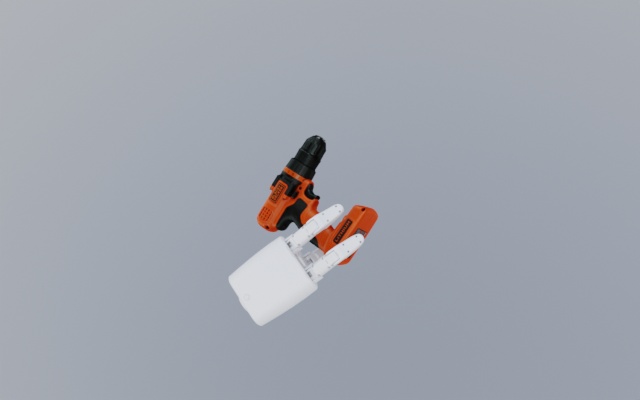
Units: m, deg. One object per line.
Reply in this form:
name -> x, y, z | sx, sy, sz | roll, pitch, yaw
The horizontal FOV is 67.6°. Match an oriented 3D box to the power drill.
power drill -> 0.000, 0.003, 0.781 | 0.187, 0.184, 0.057 | 35, 6, 34
